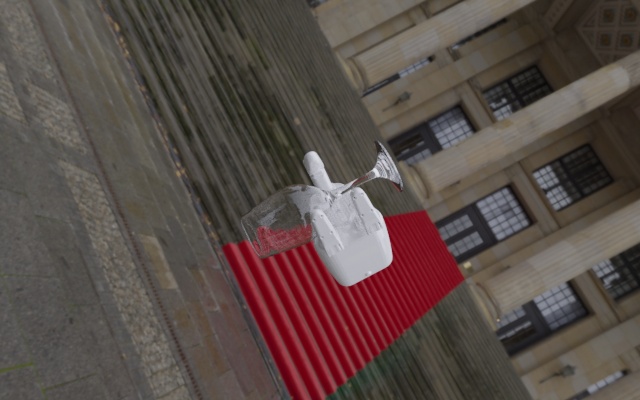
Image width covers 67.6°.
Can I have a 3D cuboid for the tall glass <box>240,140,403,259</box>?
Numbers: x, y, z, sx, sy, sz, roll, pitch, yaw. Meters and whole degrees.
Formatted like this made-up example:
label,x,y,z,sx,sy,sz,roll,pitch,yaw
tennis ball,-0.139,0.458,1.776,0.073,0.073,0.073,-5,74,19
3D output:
label,x,y,z,sx,sy,sz,roll,pitch,yaw
tall glass,0.001,0.002,0.613,0.201,0.079,0.079,-27,0,-1
